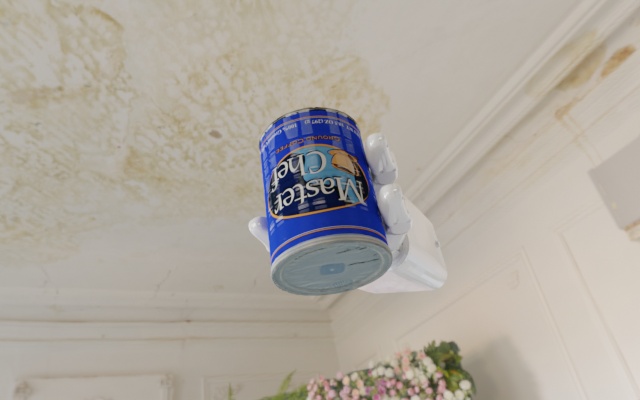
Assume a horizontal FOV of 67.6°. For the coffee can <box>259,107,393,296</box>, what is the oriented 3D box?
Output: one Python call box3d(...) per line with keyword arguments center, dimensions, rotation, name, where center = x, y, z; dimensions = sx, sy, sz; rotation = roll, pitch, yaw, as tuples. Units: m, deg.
box3d(center=(0.000, 0.002, 0.435), dimensions=(0.103, 0.140, 0.103), rotation=(-7, -33, -4), name="coffee can")
